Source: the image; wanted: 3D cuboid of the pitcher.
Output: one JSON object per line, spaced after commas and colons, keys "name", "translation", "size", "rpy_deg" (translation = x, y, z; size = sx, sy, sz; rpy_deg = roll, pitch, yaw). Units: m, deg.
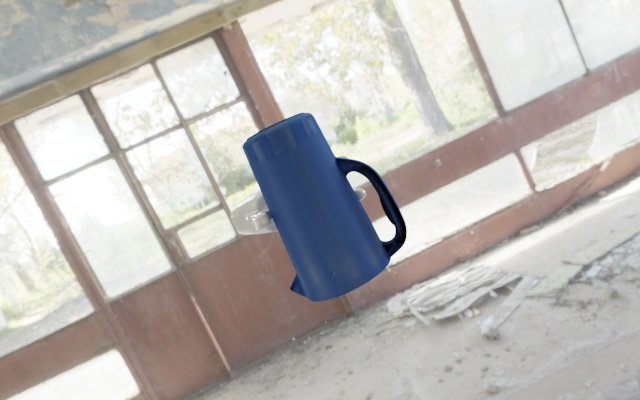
{"name": "pitcher", "translation": [0.000, 0.002, 0.665], "size": [0.149, 0.243, 0.145], "rpy_deg": [-30, 8, -35]}
